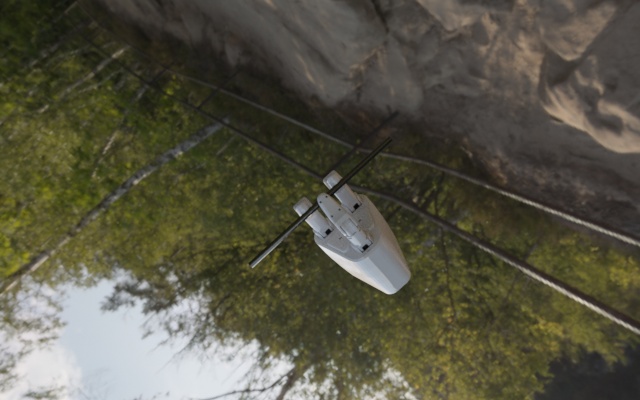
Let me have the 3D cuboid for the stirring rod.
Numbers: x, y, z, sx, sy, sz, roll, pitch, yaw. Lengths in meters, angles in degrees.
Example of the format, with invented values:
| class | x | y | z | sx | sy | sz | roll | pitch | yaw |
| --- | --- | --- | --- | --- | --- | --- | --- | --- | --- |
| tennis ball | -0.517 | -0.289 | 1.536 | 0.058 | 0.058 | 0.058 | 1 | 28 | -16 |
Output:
| class | x | y | z | sx | sy | sz | roll | pitch | yaw |
| --- | --- | --- | --- | --- | --- | --- | --- | --- | --- |
| stirring rod | 0.000 | 0.002 | 0.608 | 0.239 | 0.011 | 0.011 | -42 | 0 | 0 |
